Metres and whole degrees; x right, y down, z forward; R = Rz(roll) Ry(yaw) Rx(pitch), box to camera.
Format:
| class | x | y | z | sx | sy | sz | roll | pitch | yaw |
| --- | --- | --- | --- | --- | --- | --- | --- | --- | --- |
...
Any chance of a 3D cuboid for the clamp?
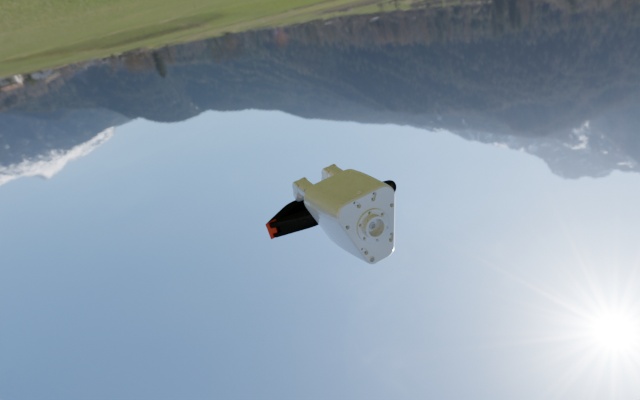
| class | x | y | z | sx | sy | sz | roll | pitch | yaw |
| --- | --- | --- | --- | --- | --- | --- | --- | --- | --- |
| clamp | 0.000 | 0.004 | 0.798 | 0.210 | 0.036 | 0.164 | -25 | 20 | -18 |
